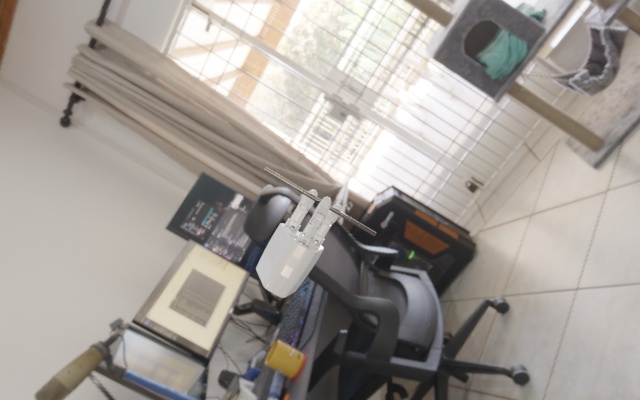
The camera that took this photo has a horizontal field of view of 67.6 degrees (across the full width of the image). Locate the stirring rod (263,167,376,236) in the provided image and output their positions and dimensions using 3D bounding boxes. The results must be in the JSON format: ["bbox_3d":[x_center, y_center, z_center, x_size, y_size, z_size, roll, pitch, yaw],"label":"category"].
[{"bbox_3d":[0.000,0.003,0.888,0.239,0.011,0.011,31,-4,-6],"label":"stirring rod"}]
